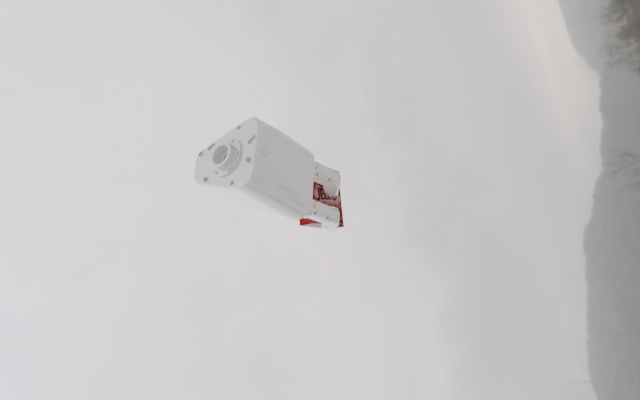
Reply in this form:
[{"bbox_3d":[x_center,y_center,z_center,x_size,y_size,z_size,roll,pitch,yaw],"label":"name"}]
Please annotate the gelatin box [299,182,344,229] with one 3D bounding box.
[{"bbox_3d":[0.000,0.002,0.703,0.030,0.073,0.089,-11,-13,29],"label":"gelatin box"}]
